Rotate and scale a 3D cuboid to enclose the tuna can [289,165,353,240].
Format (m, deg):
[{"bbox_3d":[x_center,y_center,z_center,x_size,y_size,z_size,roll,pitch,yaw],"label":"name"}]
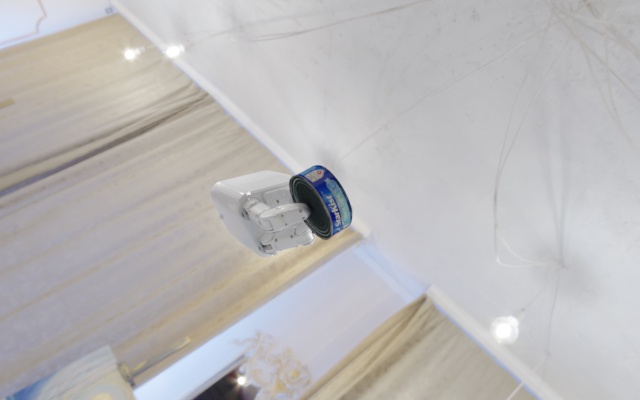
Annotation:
[{"bbox_3d":[0.001,0.002,0.567,0.033,0.086,0.086,-30,12,-22],"label":"tuna can"}]
